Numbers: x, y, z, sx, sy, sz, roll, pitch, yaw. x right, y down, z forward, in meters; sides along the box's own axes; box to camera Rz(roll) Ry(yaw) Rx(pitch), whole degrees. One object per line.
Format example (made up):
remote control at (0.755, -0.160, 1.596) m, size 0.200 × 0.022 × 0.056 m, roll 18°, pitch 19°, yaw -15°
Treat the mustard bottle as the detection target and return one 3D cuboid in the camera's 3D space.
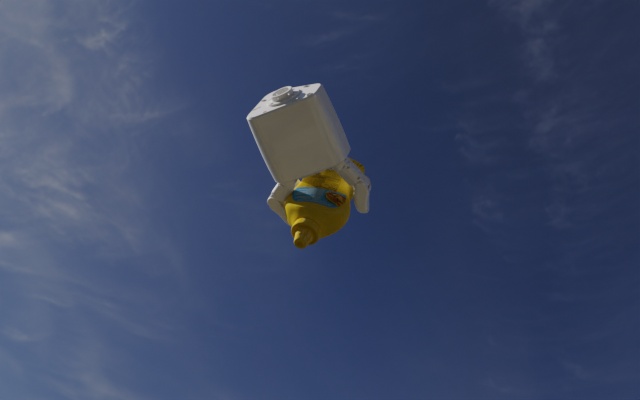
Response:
mustard bottle at (0.000, 0.002, 0.714) m, size 0.096 × 0.058 × 0.191 m, roll 11°, pitch 39°, yaw 13°
